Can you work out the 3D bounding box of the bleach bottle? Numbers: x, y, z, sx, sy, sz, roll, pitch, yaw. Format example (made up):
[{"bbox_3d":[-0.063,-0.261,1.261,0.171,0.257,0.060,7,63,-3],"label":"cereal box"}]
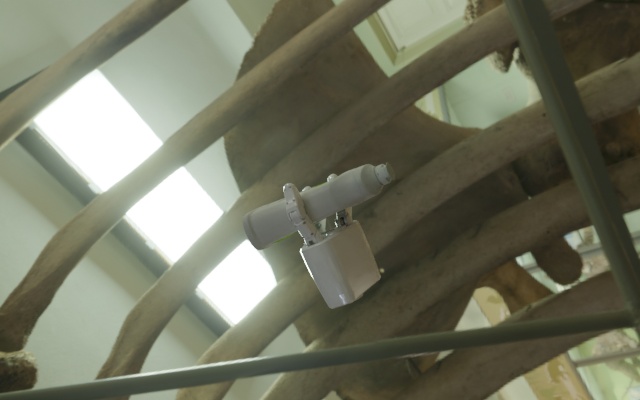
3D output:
[{"bbox_3d":[0.000,0.002,0.767,0.251,0.068,0.102,-24,3,27],"label":"bleach bottle"}]
